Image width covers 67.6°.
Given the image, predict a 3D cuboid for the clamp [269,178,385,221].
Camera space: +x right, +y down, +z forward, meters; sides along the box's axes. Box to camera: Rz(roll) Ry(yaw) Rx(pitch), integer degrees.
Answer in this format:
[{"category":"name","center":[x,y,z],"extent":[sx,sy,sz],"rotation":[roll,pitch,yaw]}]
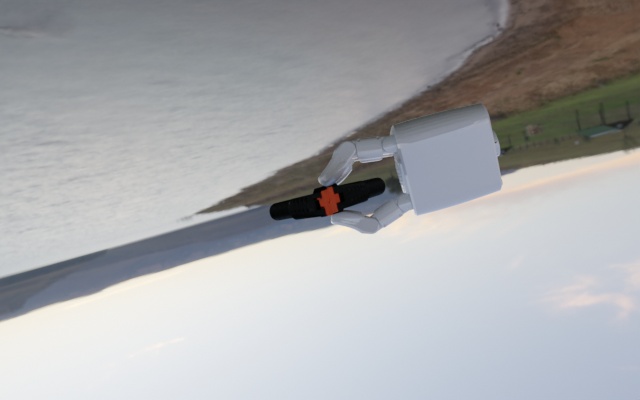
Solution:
[{"category":"clamp","center":[0.000,0.003,0.583],"extent":[0.164,0.036,0.210],"rotation":[-15,1,7]}]
